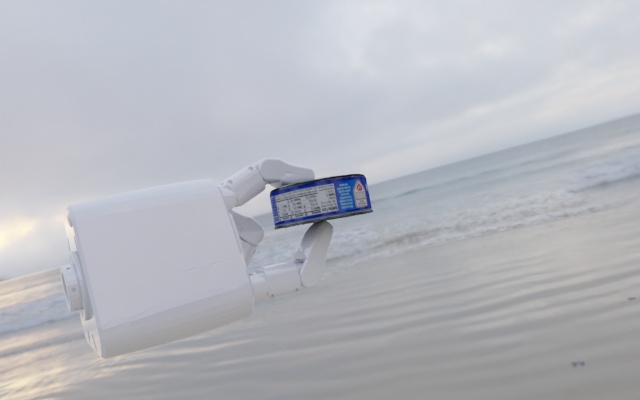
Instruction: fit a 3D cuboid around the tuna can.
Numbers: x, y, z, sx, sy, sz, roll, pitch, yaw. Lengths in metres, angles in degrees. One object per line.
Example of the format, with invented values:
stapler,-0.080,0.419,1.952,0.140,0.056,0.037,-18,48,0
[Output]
tuna can,0.000,0.001,0.410,0.086,0.034,0.086,-10,-3,-1
